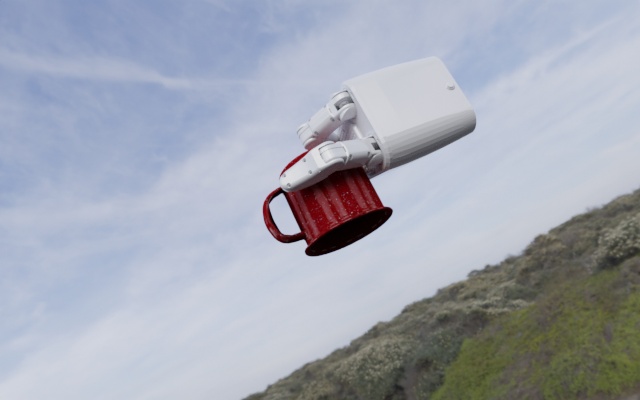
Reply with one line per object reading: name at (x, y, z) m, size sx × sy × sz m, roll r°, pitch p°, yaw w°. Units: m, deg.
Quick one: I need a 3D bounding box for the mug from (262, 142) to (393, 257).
mug at (-0.001, 0.002, 0.461) m, size 0.117 × 0.081 × 0.093 m, roll -21°, pitch -19°, yaw -17°
